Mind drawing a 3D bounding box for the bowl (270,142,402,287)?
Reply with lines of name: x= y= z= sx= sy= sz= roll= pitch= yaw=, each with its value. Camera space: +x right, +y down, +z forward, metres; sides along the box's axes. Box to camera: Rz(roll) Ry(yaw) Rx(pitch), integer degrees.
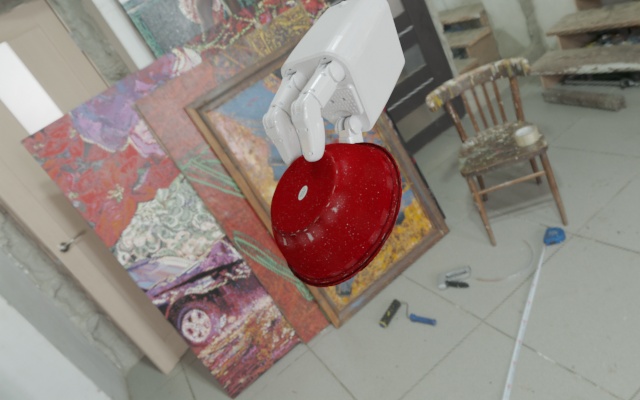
bowl: x=0.000 y=0.003 z=0.477 sx=0.055 sy=0.162 sz=0.162 roll=30 pitch=-19 yaw=-38
